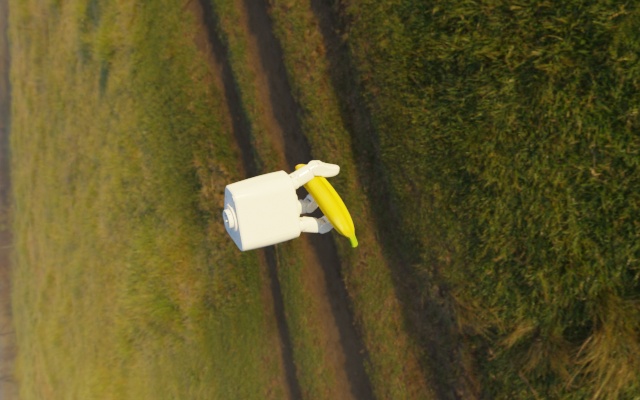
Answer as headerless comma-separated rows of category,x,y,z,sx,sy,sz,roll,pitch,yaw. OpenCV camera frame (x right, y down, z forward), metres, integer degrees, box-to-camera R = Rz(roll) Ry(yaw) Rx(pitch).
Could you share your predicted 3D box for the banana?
banana,0.003,-0.005,0.841,0.037,0.197,0.070,-24,-29,-19
